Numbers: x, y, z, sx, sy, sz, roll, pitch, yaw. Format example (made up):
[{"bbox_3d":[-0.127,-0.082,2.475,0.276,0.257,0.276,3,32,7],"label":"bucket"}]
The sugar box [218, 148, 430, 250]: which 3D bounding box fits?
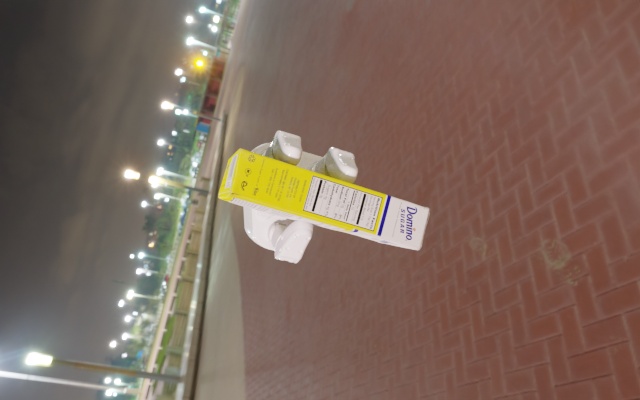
[{"bbox_3d":[0.000,0.001,0.440,0.176,0.048,0.093,14,-4,-16],"label":"sugar box"}]
